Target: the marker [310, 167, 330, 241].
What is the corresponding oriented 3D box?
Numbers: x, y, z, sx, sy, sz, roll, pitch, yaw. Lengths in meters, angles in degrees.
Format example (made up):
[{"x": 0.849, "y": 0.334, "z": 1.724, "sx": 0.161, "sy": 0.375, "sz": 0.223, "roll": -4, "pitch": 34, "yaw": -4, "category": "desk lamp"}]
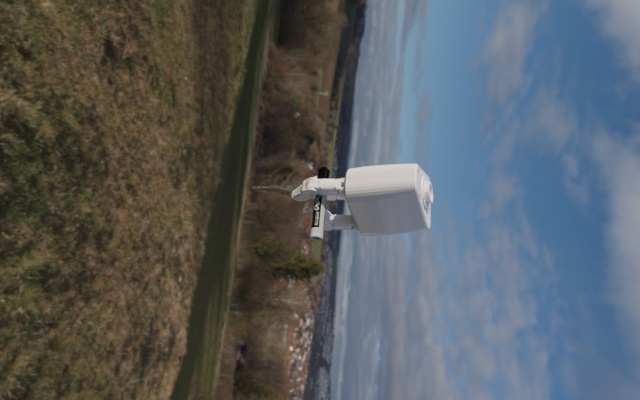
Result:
[{"x": 0.000, "y": 0.002, "z": 0.730, "sx": 0.020, "sy": 0.121, "sz": 0.020, "roll": 6, "pitch": -25, "yaw": 3, "category": "marker"}]
